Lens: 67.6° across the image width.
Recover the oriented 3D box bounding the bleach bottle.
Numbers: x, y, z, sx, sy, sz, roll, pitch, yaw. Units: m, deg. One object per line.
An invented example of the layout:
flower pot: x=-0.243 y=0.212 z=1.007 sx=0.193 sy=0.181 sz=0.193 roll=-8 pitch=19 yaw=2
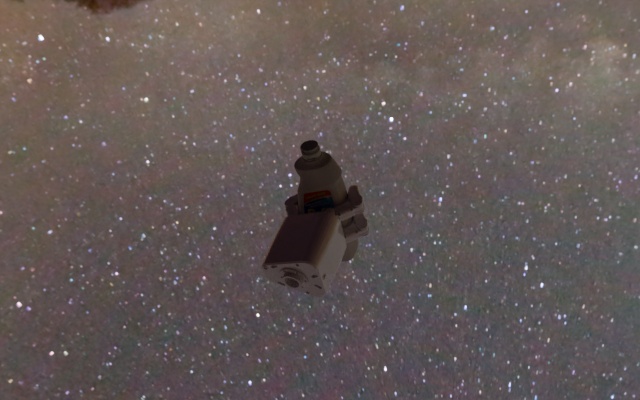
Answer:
bleach bottle: x=0.000 y=0.003 z=0.836 sx=0.102 sy=0.251 sz=0.068 roll=5 pitch=46 yaw=22
